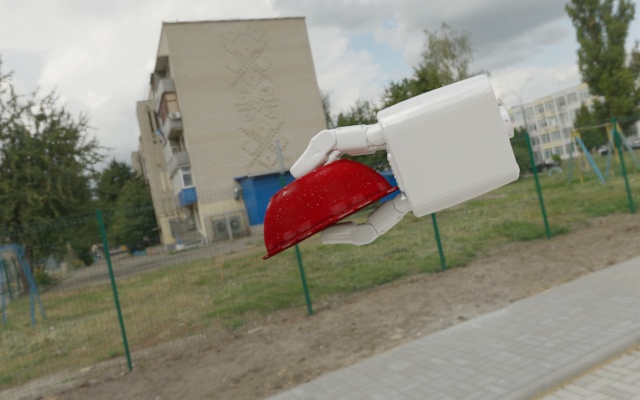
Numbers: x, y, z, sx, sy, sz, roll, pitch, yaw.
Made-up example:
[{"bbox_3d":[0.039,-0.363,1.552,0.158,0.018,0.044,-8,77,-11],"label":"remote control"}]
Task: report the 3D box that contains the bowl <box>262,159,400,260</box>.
[{"bbox_3d":[-0.001,0.002,0.502,0.162,0.055,0.162,-28,-4,-2],"label":"bowl"}]
